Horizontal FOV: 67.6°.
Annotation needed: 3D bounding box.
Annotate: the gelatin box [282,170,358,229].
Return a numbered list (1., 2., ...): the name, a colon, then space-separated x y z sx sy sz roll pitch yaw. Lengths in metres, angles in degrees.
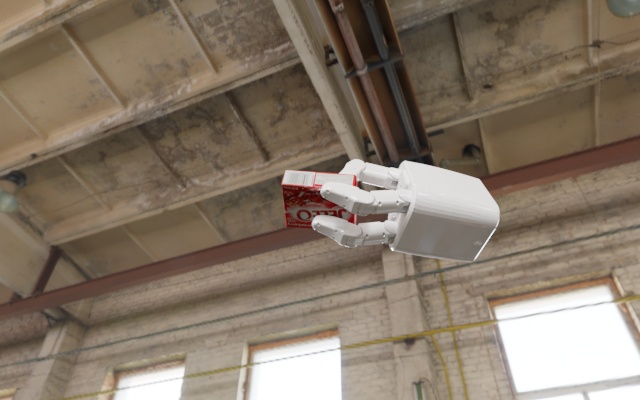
1. gelatin box: 0.000 0.002 0.584 0.089 0.073 0.030 5 44 7
